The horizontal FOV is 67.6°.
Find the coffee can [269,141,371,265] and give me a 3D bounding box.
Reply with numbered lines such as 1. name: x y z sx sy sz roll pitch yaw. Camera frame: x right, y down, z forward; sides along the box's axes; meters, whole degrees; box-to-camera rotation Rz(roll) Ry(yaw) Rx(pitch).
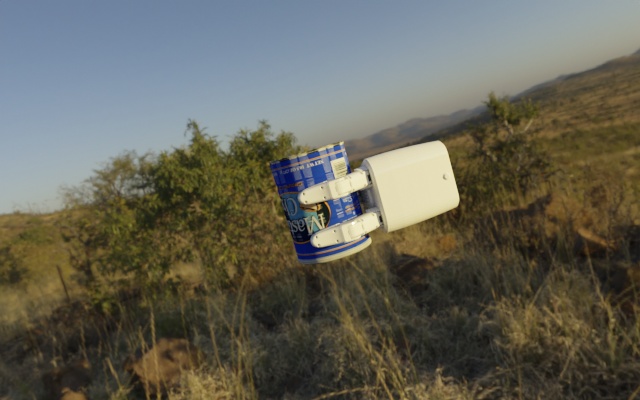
1. coffee can: 0.000 0.002 0.638 0.103 0.140 0.103 -16 6 2
